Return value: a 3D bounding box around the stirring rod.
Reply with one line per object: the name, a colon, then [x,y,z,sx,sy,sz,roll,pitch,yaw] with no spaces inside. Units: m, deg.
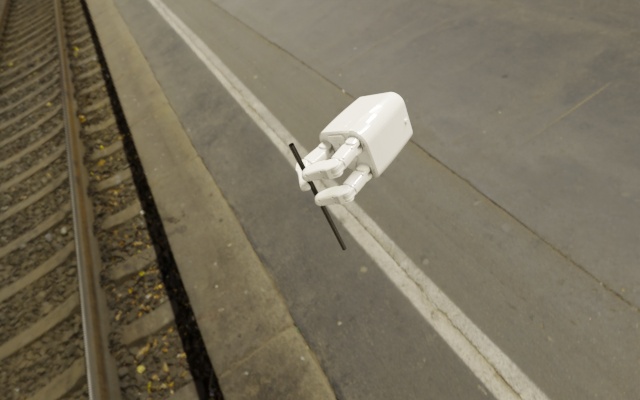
stirring rod: [0.000,0.002,0.752,0.011,0.011,0.240,0,-42,28]
